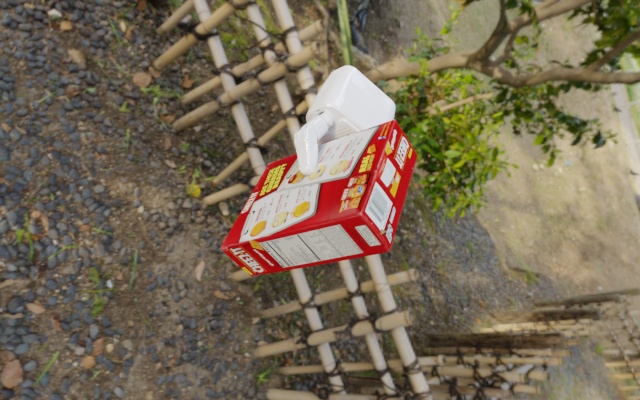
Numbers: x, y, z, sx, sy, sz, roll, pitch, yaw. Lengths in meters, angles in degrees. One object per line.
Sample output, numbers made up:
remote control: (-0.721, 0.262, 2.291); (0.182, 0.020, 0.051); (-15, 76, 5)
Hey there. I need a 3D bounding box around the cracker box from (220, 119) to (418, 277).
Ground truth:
cracker box: (0.000, 0.002, 0.592); (0.214, 0.164, 0.072); (-16, -54, 36)
